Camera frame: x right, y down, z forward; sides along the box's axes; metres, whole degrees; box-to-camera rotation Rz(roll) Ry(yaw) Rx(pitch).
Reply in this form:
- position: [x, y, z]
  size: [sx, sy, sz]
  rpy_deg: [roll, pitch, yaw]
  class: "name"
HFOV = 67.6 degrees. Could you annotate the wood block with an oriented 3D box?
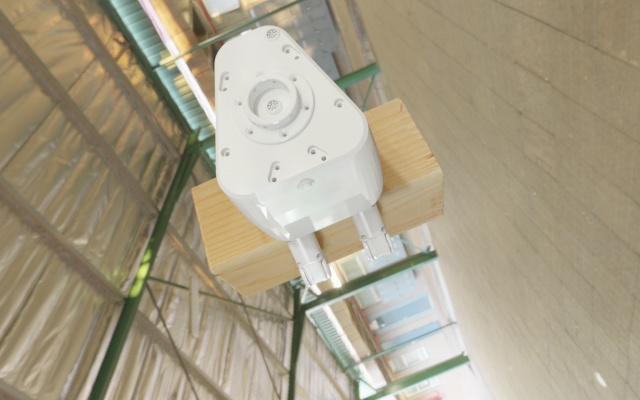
- position: [0.000, 0.001, 0.445]
  size: [0.206, 0.090, 0.090]
  rpy_deg: [-23, -29, 3]
  class: "wood block"
